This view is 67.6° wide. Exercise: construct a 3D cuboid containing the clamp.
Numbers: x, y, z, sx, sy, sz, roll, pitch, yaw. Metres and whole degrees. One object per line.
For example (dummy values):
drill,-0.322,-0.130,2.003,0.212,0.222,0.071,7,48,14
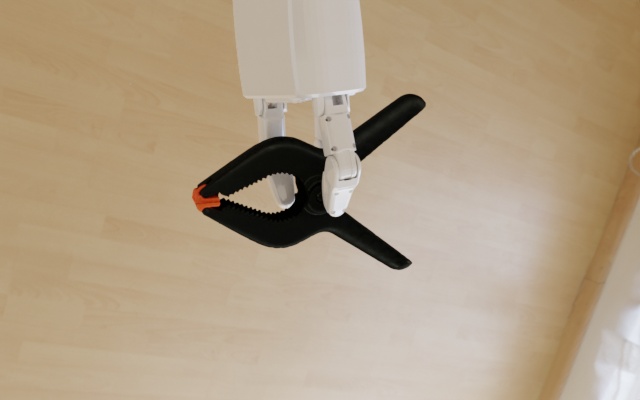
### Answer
clamp,0.000,0.001,0.413,0.210,0.164,0.036,-11,18,-19
